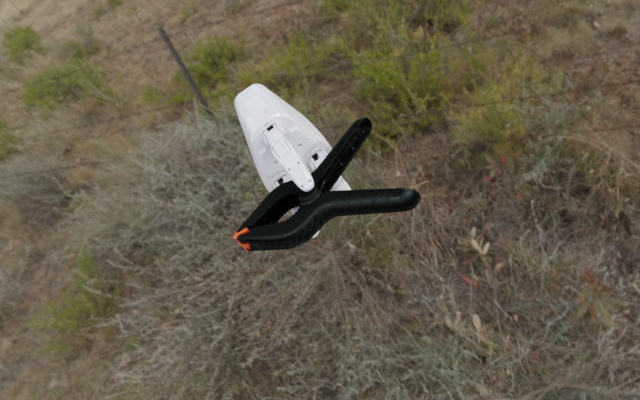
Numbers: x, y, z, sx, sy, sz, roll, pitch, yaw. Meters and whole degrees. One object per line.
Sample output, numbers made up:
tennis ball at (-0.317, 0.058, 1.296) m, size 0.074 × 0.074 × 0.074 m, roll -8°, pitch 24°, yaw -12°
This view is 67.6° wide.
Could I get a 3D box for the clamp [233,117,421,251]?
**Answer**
clamp at (-0.001, 0.001, 0.531) m, size 0.210 × 0.036 × 0.164 m, roll -35°, pitch 39°, yaw 2°
